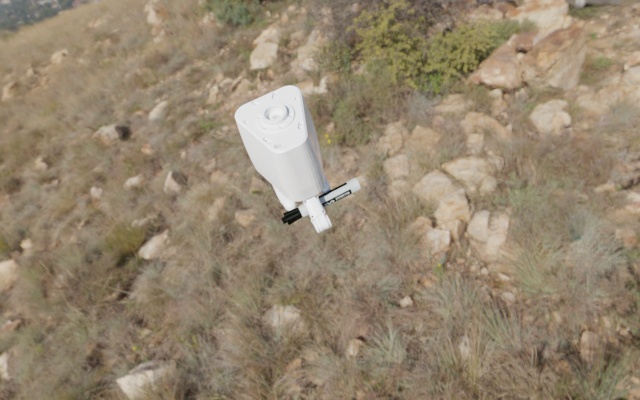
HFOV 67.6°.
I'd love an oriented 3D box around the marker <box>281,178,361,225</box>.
[{"bbox_3d":[0.000,0.002,0.676,0.121,0.020,0.020,-26,3,-6],"label":"marker"}]
